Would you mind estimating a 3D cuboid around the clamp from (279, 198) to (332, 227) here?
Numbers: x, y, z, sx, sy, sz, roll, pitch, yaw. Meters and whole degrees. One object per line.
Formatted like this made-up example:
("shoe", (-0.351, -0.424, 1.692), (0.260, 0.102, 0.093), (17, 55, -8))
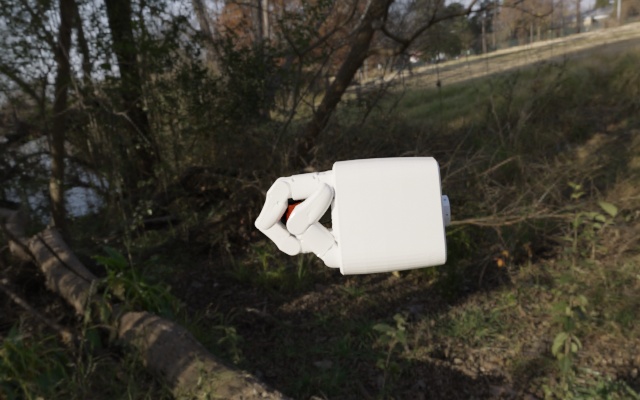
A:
("clamp", (0.000, 0.001, 0.586), (0.120, 0.039, 0.171), (-4, 14, 5))
